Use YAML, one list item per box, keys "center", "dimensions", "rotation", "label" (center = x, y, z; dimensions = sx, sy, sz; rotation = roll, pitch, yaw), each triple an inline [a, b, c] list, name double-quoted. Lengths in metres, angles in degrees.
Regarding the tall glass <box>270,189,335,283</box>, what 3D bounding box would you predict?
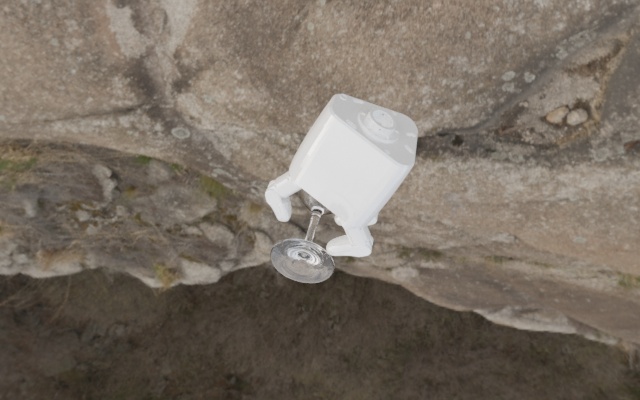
- center: [0.000, 0.003, 0.605]
  dimensions: [0.079, 0.079, 0.201]
  rotation: [0, 42, 16]
  label: "tall glass"
